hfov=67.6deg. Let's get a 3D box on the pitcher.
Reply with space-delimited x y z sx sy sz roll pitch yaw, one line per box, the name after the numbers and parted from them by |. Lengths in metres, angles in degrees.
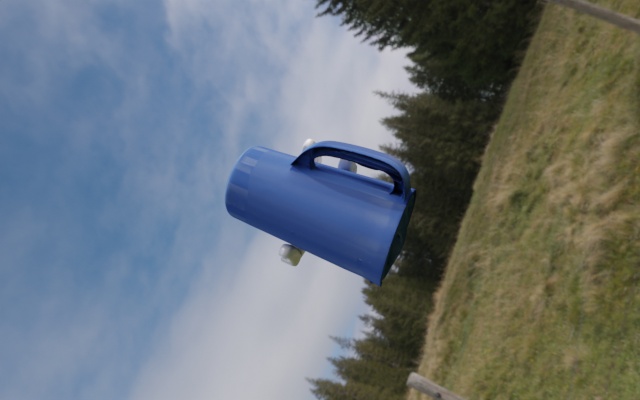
0.000 0.002 0.641 0.243 0.149 0.145 20 -9 15 | pitcher
